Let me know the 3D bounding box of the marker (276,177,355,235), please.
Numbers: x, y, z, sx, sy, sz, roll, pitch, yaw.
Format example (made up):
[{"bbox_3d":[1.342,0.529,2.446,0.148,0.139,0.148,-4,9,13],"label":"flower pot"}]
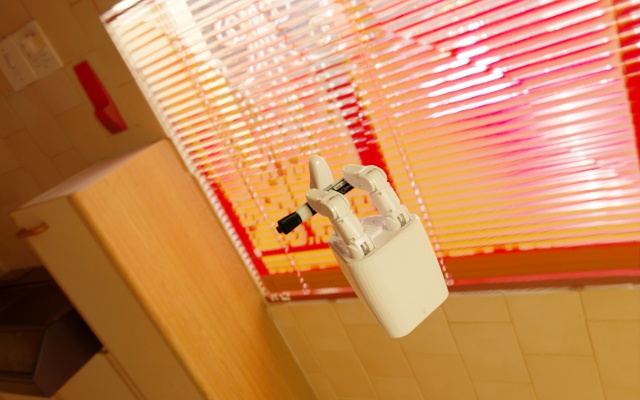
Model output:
[{"bbox_3d":[0.000,0.002,0.543,0.121,0.020,0.020,-34,14,-22],"label":"marker"}]
